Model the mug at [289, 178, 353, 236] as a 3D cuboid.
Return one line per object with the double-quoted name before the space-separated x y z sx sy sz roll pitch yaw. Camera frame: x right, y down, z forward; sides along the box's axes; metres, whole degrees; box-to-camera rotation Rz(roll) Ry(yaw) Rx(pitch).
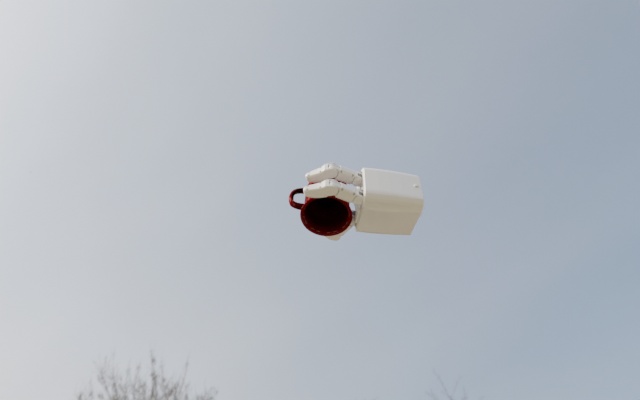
"mug" -0.001 0.003 0.875 0.117 0.093 0.081 8 37 -3
